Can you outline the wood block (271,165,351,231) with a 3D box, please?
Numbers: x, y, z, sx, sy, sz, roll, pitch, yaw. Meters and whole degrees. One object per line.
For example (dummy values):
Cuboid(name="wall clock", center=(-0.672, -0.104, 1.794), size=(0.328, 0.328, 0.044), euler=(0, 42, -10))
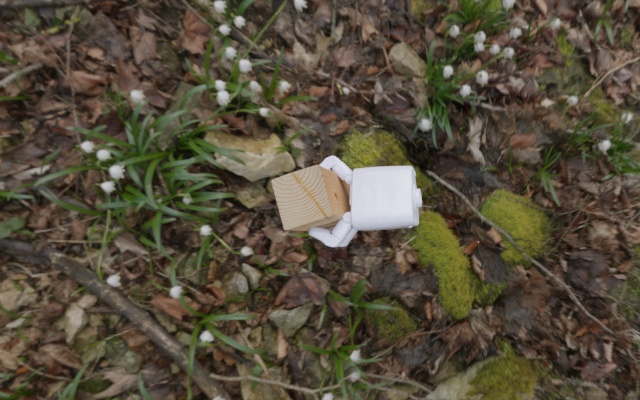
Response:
Cuboid(name="wood block", center=(0.000, 0.002, 0.877), size=(0.090, 0.091, 0.206), euler=(-18, -10, 16))
